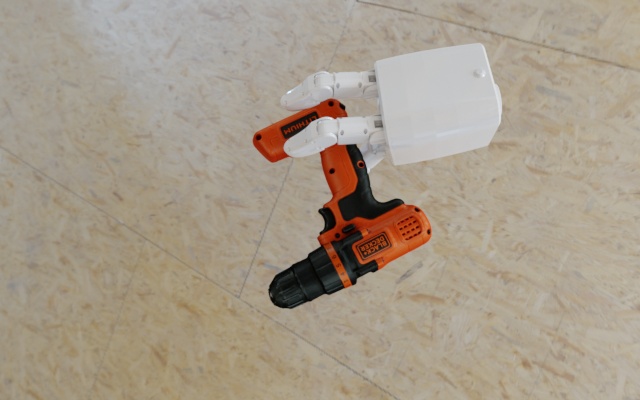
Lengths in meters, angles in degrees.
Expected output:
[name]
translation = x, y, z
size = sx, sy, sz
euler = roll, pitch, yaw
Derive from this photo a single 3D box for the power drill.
[power drill]
translation = 0.000, 0.001, 0.510
size = 0.184, 0.187, 0.057
euler = -26, -5, -5
